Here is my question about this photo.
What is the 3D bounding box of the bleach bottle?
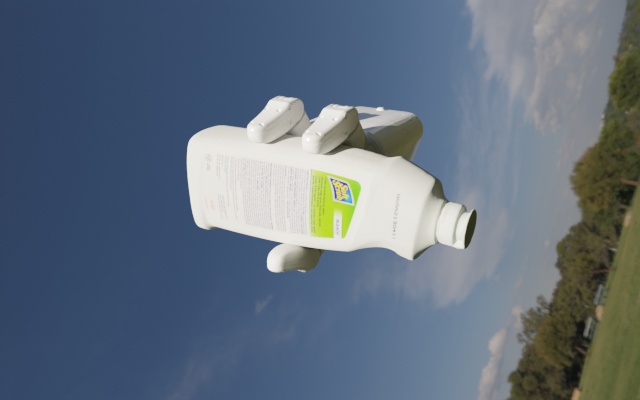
[{"bbox_3d":[0.000,0.001,0.401,0.251,0.103,0.068,14,28,30],"label":"bleach bottle"}]
